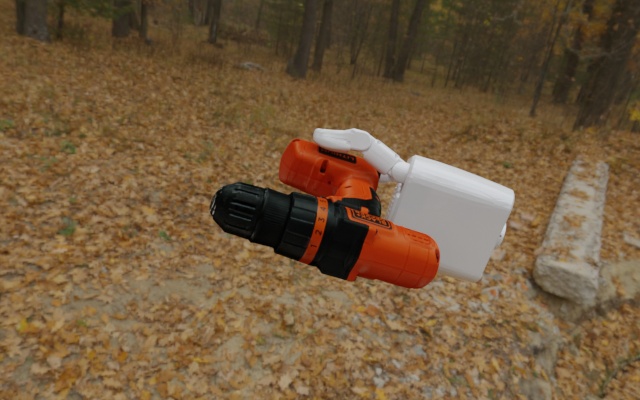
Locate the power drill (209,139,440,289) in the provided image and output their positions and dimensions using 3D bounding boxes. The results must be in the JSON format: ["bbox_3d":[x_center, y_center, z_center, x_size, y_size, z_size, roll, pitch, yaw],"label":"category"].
[{"bbox_3d":[0.000,0.001,0.433,0.184,0.057,0.187,19,22,-13],"label":"power drill"}]
